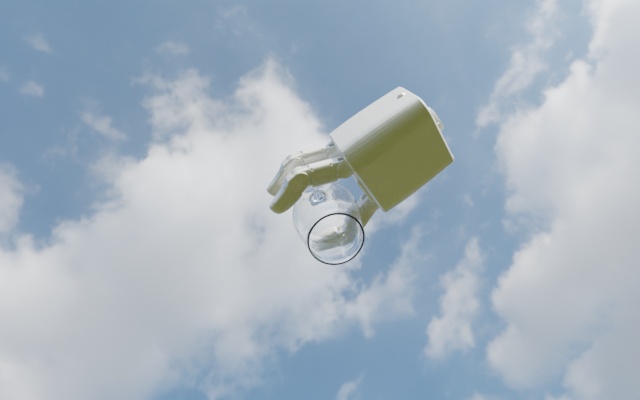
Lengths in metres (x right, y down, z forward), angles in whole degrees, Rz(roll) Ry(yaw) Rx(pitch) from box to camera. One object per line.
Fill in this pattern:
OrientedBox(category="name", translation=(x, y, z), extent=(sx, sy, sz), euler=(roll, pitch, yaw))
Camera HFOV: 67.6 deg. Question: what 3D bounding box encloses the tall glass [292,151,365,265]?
OrientedBox(category="tall glass", translation=(0.000, 0.002, 0.588), extent=(0.079, 0.079, 0.201), euler=(0, 24, -10))
